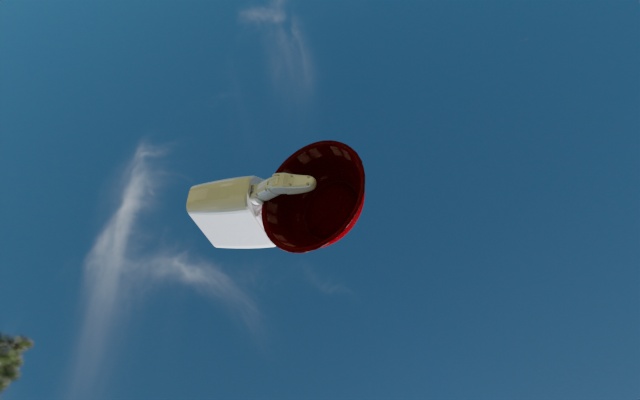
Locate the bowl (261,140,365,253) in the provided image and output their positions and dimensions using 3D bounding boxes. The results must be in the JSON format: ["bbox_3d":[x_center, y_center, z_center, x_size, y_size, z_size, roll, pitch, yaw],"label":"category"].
[{"bbox_3d":[0.001,0.002,0.640,0.162,0.162,0.055,0,-24,36],"label":"bowl"}]
